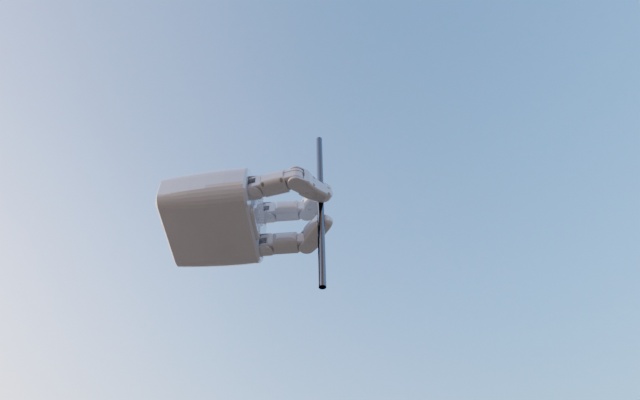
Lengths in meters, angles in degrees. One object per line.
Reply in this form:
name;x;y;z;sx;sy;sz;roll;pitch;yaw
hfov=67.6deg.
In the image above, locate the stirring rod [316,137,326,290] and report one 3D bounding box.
stirring rod;0.000;0.002;0.561;0.011;0.011;0.239;-1;45;-1
